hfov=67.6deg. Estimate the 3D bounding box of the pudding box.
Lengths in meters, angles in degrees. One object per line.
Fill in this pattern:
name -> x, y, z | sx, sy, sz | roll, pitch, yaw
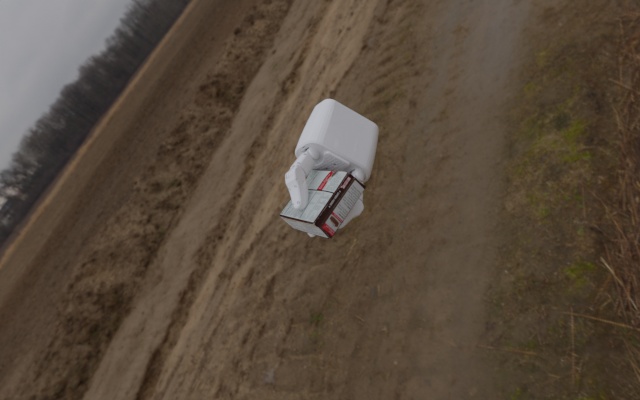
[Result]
pudding box -> 0.000, 0.002, 0.674 | 0.039, 0.090, 0.113 | 40, -15, -24
